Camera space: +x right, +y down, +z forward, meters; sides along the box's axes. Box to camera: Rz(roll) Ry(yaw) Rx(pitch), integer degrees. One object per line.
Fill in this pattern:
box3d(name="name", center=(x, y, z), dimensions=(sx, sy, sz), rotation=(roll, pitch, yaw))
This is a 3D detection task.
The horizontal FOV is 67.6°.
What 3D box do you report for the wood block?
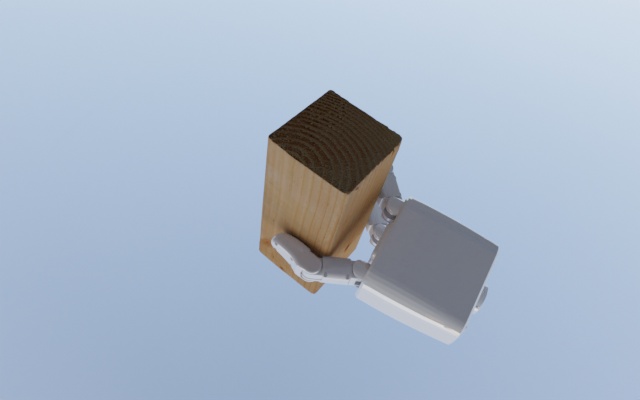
box3d(name="wood block", center=(0.000, 0.002, 0.503), dimensions=(0.090, 0.090, 0.206), rotation=(37, -32, 15))
